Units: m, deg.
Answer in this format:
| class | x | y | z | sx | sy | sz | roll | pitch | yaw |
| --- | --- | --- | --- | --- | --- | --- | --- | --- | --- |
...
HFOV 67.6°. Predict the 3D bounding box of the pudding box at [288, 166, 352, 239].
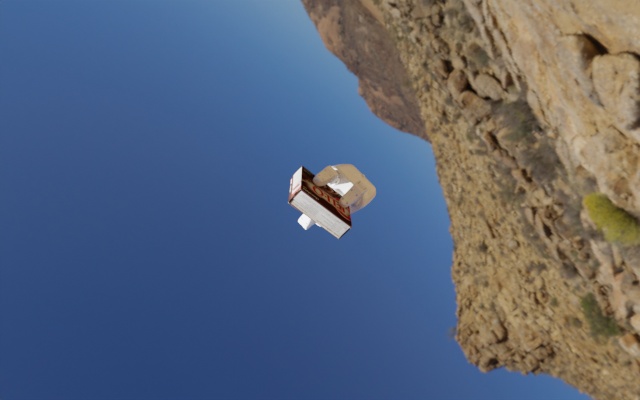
| class | x | y | z | sx | sy | sz | roll | pitch | yaw |
| --- | --- | --- | --- | --- | --- | --- | --- | --- | --- |
| pudding box | 0.000 | 0.003 | 0.810 | 0.113 | 0.039 | 0.090 | 35 | 22 | -18 |
